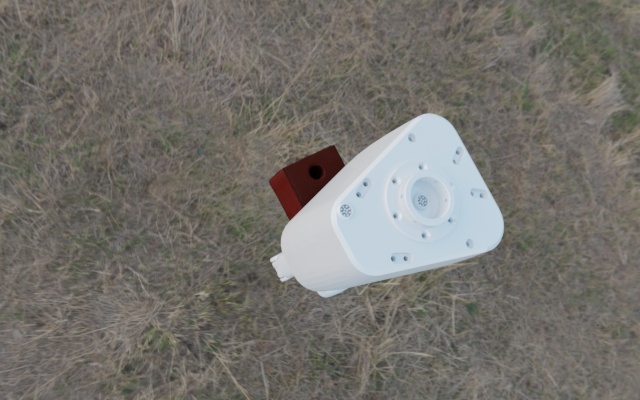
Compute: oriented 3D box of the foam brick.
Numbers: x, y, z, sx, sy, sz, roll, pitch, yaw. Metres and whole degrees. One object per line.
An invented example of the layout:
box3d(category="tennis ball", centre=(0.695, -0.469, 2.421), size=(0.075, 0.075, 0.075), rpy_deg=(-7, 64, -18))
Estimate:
box3d(category="foam brick", centre=(0.000, 0.001, 0.409), size=(0.053, 0.078, 0.051), rpy_deg=(-27, -3, -21))
